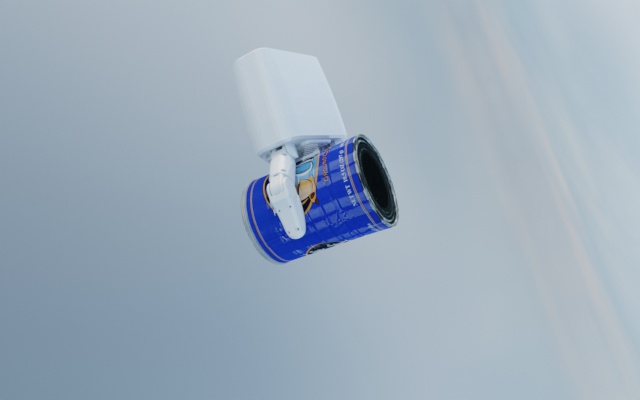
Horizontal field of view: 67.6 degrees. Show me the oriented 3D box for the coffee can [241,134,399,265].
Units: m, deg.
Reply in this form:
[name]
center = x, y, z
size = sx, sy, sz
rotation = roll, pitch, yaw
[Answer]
[coffee can]
center = 0.000, 0.002, 0.520
size = 0.140, 0.103, 0.103
rotation = -21, -9, 23
